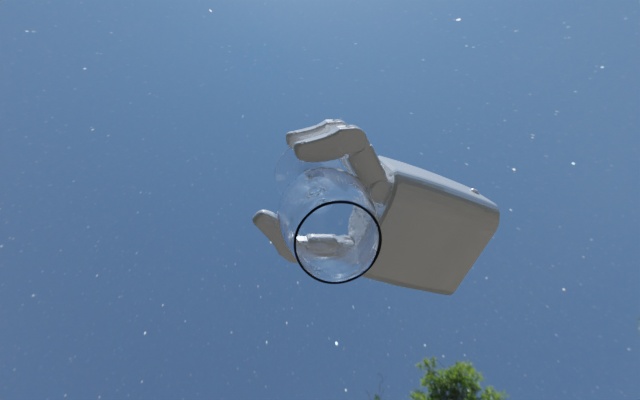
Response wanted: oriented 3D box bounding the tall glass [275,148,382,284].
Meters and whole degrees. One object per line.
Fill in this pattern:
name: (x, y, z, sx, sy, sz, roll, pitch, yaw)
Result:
tall glass: (0.000, 0.001, 0.421, 0.079, 0.079, 0.201, 0, 17, -7)
